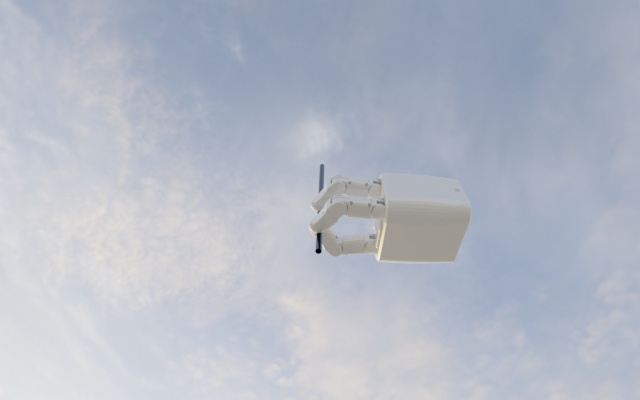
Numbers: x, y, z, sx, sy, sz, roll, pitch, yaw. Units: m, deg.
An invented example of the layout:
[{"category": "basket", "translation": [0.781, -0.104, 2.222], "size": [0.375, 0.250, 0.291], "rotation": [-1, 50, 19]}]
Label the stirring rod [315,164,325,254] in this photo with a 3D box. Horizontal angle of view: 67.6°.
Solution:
[{"category": "stirring rod", "translation": [0.000, 0.002, 0.677], "size": [0.011, 0.011, 0.239], "rotation": [0, 29, 1]}]
